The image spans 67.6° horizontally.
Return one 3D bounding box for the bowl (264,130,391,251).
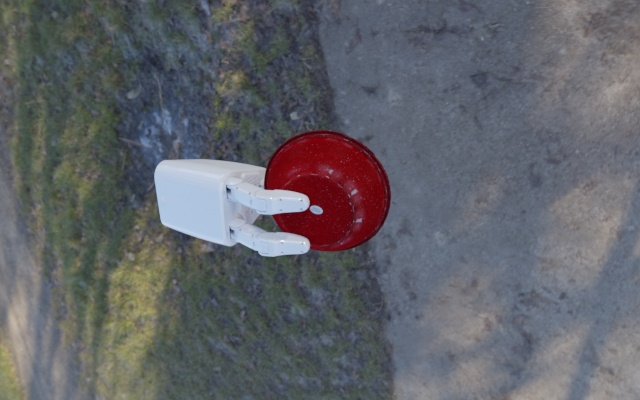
[{"bbox_3d":[0.001,0.002,0.566,0.162,0.162,0.055,0,24,15],"label":"bowl"}]
